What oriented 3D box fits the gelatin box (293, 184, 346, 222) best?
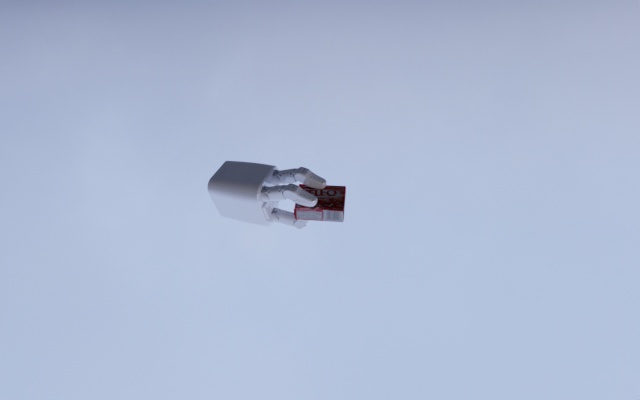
[{"bbox_3d":[0.000,0.003,0.863,0.089,0.030,0.073,4,39,4],"label":"gelatin box"}]
